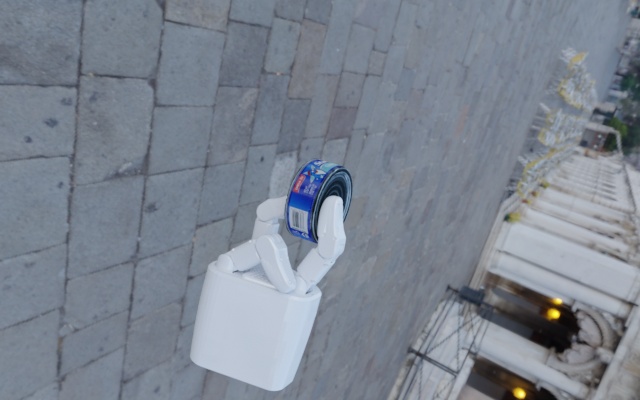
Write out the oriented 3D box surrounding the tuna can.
[{"bbox_3d":[0.001,0.002,0.497,0.033,0.086,0.086,18,8,26],"label":"tuna can"}]
